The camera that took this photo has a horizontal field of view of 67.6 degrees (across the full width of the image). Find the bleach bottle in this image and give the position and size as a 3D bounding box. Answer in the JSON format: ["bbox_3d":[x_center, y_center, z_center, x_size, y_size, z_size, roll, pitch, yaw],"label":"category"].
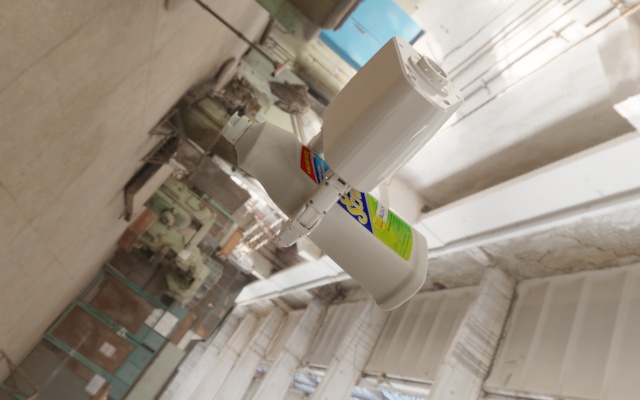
[{"bbox_3d":[0.000,0.002,0.502,0.068,0.251,0.102,-45,11,31],"label":"bleach bottle"}]
